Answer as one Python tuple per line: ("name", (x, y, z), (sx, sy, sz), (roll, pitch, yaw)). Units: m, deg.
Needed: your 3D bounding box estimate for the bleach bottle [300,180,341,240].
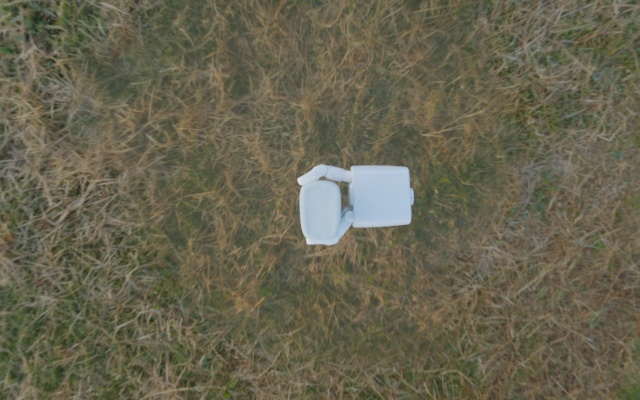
("bleach bottle", (0.000, 0.003, 0.897), (0.068, 0.102, 0.251), (-1, 8, 0))
